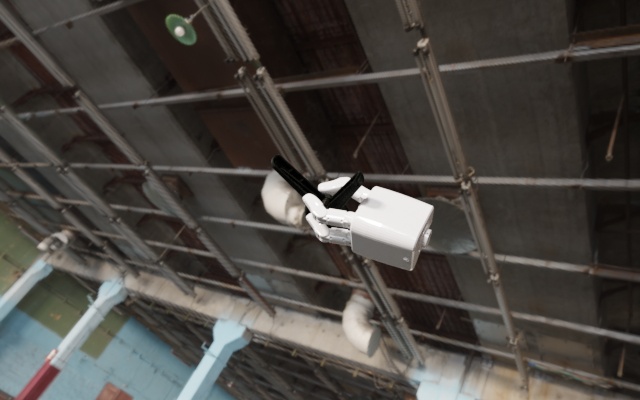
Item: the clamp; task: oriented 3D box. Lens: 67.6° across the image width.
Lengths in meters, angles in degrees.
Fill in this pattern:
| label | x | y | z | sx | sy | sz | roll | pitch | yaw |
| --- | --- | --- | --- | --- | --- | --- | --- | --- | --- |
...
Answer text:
| label | x | y | z | sx | sy | sz | roll | pitch | yaw |
| --- | --- | --- | --- | --- | --- | --- | --- | --- | --- |
| clamp | 0.001 | 0.003 | 0.834 | 0.164 | 0.036 | 0.210 | 18 | -33 | 19 |
